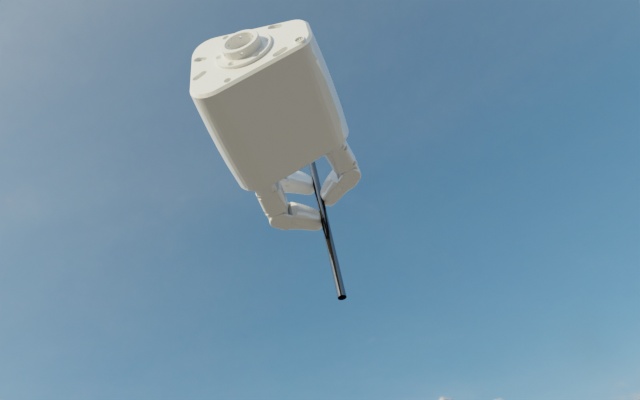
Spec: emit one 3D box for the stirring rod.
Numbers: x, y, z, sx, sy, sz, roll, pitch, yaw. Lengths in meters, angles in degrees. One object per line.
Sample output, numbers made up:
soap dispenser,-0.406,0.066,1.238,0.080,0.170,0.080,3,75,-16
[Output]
stirring rod,0.000,0.002,0.502,0.011,0.011,0.239,0,44,-13
